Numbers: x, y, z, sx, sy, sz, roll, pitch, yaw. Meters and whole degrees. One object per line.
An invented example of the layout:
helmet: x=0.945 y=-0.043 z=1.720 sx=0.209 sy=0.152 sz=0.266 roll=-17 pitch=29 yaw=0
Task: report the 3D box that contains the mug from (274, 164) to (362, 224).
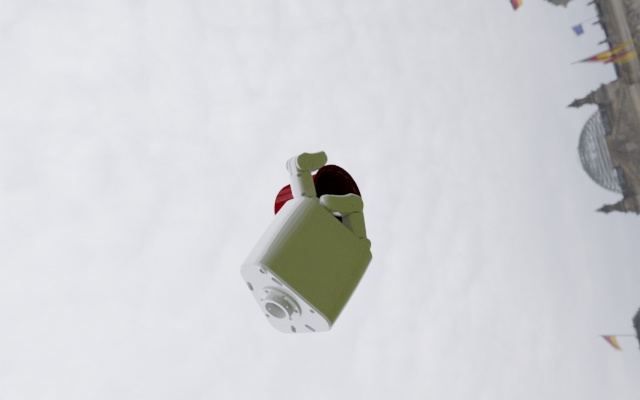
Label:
mug: x=0.001 y=0.001 z=0.621 sx=0.081 sy=0.093 sz=0.117 roll=-18 pitch=25 yaw=42
